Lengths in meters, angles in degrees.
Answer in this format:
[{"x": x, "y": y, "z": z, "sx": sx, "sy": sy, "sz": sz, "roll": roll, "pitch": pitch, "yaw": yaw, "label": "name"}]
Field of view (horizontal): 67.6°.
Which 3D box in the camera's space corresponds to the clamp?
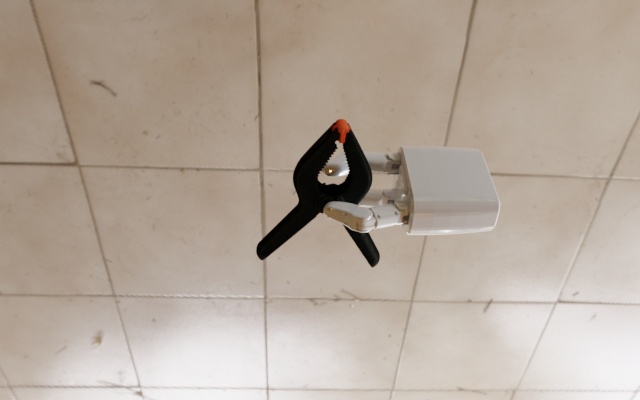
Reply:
[{"x": 0.000, "y": 0.002, "z": 0.585, "sx": 0.164, "sy": 0.210, "sz": 0.036, "roll": -2, "pitch": 34, "yaw": -5, "label": "clamp"}]
